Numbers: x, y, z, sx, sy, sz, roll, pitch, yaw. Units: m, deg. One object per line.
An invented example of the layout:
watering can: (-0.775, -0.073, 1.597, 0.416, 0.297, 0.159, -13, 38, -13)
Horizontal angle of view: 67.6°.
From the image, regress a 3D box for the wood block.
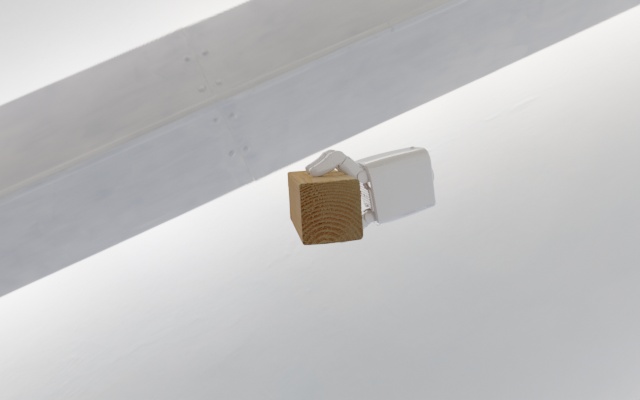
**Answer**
wood block: (0.001, 0.003, 0.773, 0.090, 0.091, 0.206, -5, 8, -8)
